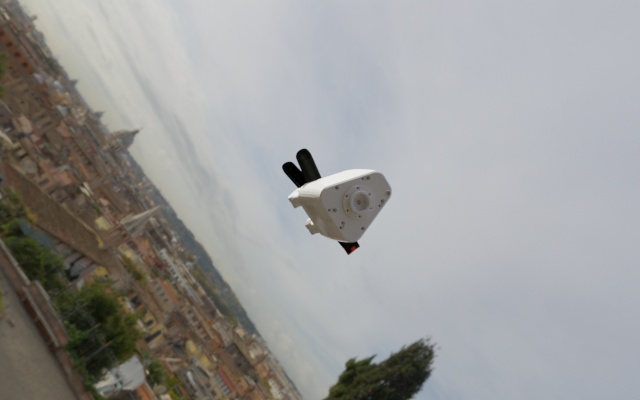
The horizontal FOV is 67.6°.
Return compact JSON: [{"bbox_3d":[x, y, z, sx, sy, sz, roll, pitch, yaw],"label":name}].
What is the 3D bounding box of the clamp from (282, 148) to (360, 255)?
[{"bbox_3d":[0.001,0.003,0.858,0.036,0.210,0.164,-35,12,-12],"label":"clamp"}]
